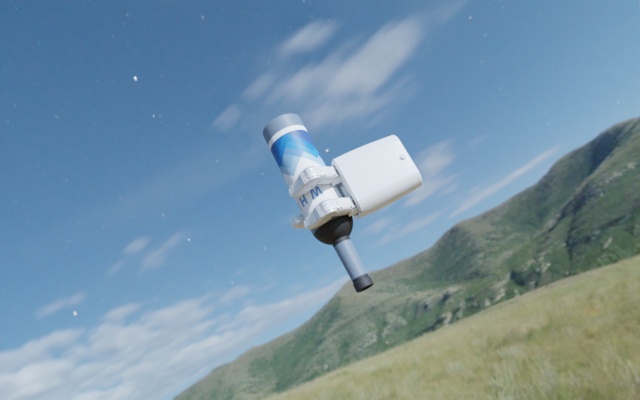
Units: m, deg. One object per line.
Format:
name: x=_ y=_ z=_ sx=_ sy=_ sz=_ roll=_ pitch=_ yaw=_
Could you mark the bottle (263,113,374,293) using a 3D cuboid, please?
bottle: x=0.000 y=0.002 z=0.728 sx=0.069 sy=0.295 sz=0.069 roll=-24 pitch=-20 yaw=-9
